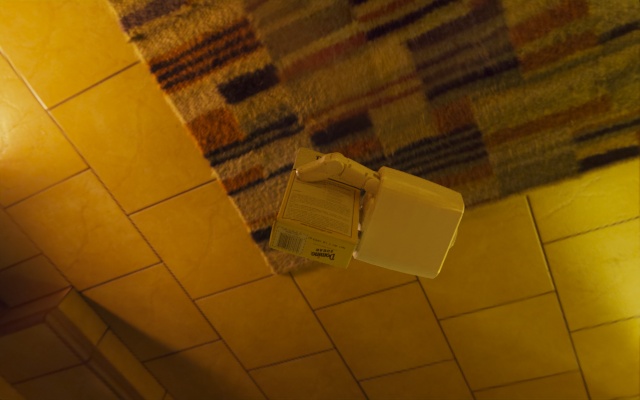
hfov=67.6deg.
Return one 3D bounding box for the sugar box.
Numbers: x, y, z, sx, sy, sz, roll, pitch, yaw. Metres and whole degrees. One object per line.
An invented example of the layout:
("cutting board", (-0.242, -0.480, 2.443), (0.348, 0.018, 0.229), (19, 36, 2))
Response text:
("sugar box", (0.000, 0.002, 0.590), (0.093, 0.048, 0.176), (17, 31, -3))
